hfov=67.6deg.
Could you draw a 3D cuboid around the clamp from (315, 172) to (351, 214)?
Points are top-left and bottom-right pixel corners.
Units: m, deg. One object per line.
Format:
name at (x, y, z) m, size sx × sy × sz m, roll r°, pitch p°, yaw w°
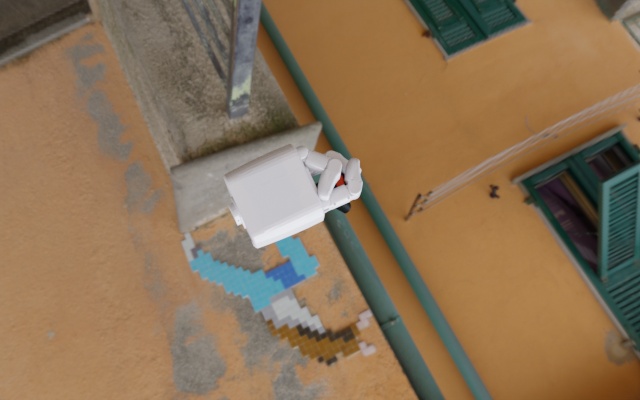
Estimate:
clamp at (0.000, 0.003, 0.762) m, size 0.120 × 0.039 × 0.171 m, roll -24°, pitch -18°, yaw -11°
